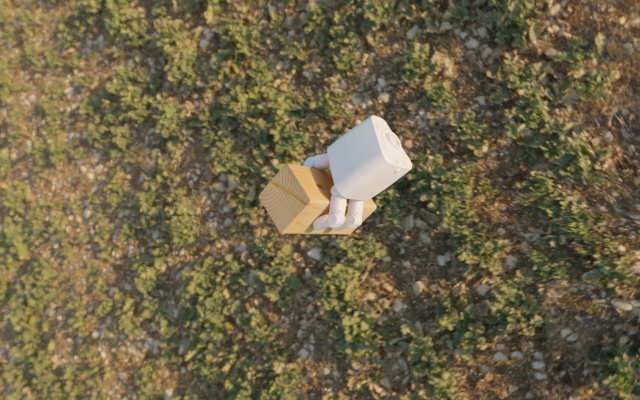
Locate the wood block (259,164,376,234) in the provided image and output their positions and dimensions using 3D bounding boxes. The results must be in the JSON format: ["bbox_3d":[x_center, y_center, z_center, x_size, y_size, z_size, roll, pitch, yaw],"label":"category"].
[{"bbox_3d":[0.000,0.002,0.896,0.206,0.090,0.090,6,-46,-51],"label":"wood block"}]
